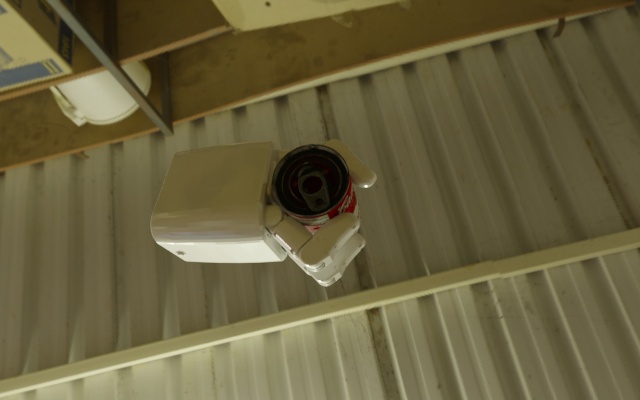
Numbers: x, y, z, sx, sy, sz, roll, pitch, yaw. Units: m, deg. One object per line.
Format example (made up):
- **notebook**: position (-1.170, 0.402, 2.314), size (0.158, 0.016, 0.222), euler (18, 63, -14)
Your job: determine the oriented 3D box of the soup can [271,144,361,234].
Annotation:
- **soup can**: position (0.001, 0.001, 0.449), size (0.068, 0.068, 0.102), euler (0, -23, 11)
